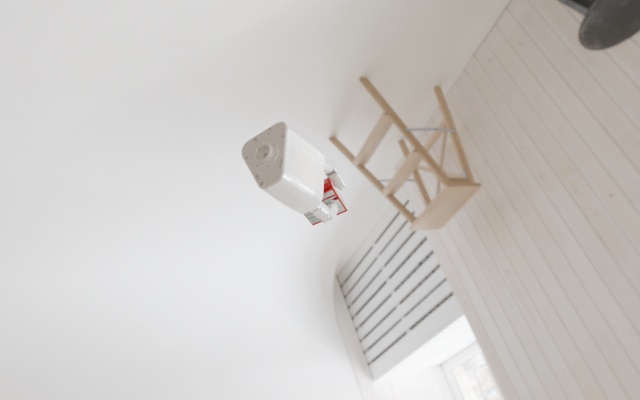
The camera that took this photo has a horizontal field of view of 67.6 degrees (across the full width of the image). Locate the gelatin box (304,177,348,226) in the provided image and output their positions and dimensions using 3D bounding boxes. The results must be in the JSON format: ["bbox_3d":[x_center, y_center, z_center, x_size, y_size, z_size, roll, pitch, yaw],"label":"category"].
[{"bbox_3d":[0.000,0.003,0.866,0.073,0.030,0.089,-24,-35,8],"label":"gelatin box"}]
